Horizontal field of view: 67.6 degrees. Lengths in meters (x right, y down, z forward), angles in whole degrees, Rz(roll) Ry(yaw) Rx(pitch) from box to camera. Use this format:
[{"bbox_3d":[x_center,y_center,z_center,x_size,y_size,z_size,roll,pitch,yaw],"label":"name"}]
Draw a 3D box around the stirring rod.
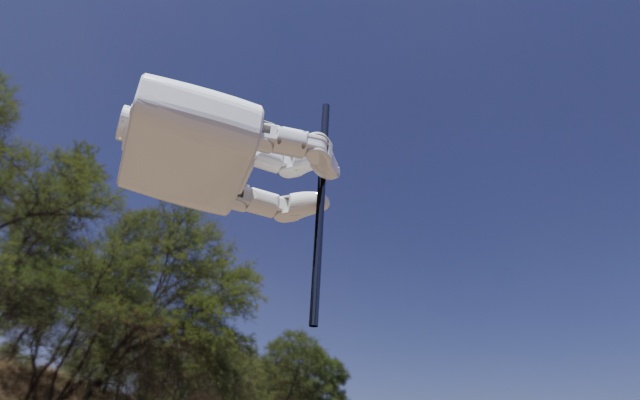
[{"bbox_3d":[0.000,0.002,0.462,0.011,0.239,0.011,3,-29,1],"label":"stirring rod"}]
